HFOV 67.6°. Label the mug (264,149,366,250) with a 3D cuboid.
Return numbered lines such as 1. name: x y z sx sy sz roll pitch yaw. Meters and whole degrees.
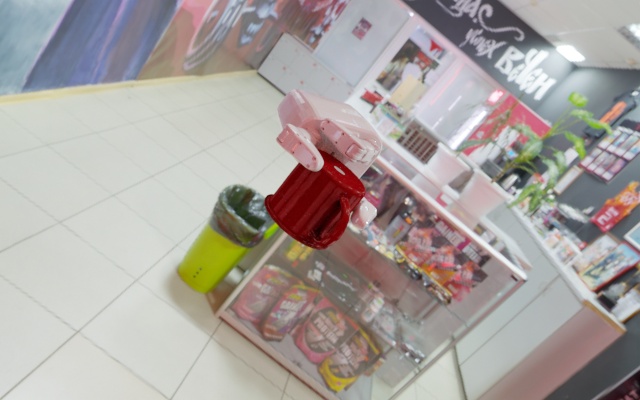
1. mug: 0.001 0.002 0.533 0.093 0.081 0.117 28 21 -32
